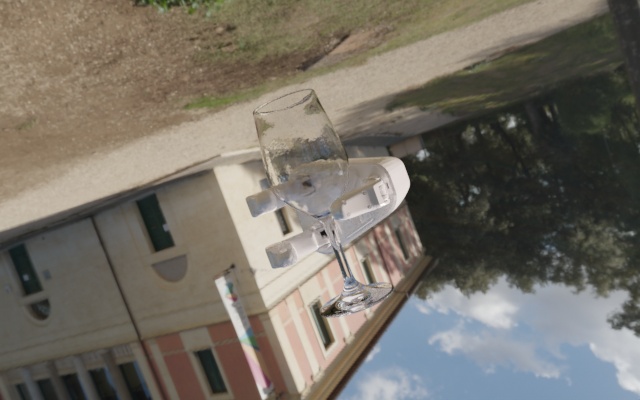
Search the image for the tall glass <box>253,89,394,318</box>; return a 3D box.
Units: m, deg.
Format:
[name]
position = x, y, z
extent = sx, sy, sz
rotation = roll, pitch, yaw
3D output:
[tall glass]
position = 0.000, 0.002, 0.449
extent = 0.079, 0.201, 0.079
rotation = -20, 3, 1
